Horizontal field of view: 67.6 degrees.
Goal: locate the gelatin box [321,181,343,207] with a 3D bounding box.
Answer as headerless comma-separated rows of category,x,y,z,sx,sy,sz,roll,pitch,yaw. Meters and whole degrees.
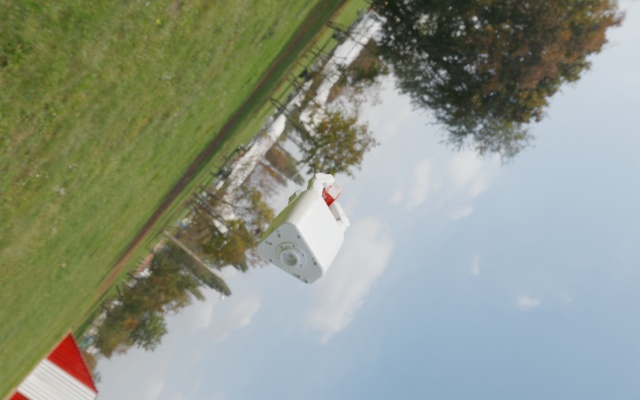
gelatin box,0.001,0.003,0.886,0.073,0.030,0.089,-43,2,19
